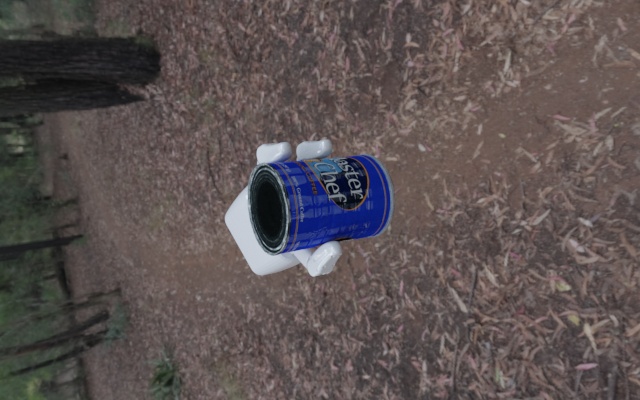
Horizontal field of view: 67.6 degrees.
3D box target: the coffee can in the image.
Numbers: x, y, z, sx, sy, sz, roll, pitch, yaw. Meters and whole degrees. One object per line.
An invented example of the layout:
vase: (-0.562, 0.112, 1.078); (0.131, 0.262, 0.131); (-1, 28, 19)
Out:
coffee can: (0.000, 0.002, 0.554); (0.140, 0.103, 0.103); (-8, 4, -31)
